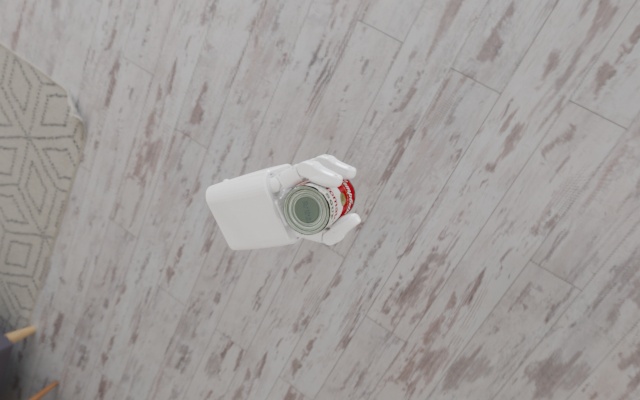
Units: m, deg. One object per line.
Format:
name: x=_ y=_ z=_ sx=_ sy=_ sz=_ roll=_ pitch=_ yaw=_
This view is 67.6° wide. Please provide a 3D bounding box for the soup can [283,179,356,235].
soup can: x=0.000 y=0.002 z=0.654 sx=0.068 sy=0.068 sz=0.102 roll=0 pitch=12 yaw=23
